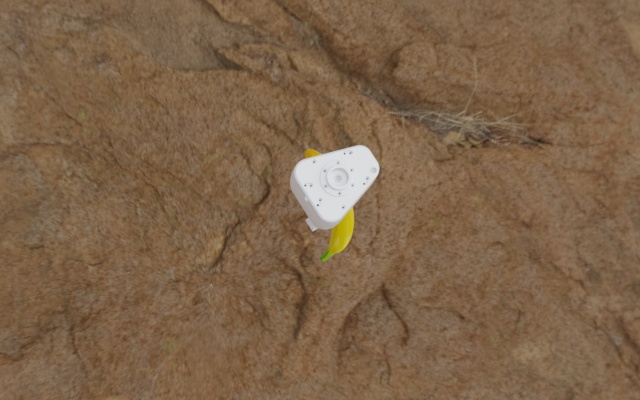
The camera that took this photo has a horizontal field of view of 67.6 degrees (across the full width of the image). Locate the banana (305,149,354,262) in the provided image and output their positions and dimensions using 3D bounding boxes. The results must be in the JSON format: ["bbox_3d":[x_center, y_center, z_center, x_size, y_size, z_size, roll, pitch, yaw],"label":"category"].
[{"bbox_3d":[0.019,0.003,0.818,0.069,0.198,0.037,-8,-4,3],"label":"banana"}]
